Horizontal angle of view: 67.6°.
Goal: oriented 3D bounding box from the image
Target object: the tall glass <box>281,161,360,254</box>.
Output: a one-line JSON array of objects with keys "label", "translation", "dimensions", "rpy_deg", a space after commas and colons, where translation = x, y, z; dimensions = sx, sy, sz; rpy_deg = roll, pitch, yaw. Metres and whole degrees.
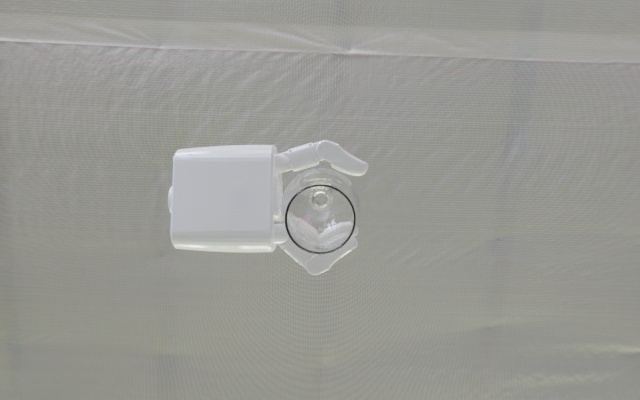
[{"label": "tall glass", "translation": [0.000, 0.002, 0.508], "dimensions": [0.079, 0.079, 0.201], "rpy_deg": [0, 9, 0]}]
